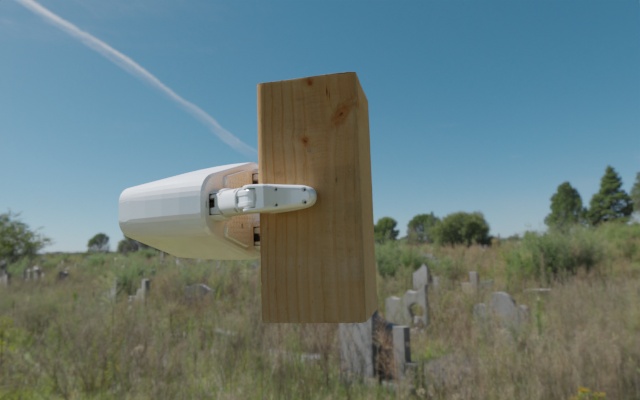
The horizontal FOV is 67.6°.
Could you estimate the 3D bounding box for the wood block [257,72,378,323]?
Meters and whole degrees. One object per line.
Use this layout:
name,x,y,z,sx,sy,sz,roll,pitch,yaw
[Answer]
wood block,0.000,0.001,0.437,0.090,0.206,0.091,-4,-6,13
